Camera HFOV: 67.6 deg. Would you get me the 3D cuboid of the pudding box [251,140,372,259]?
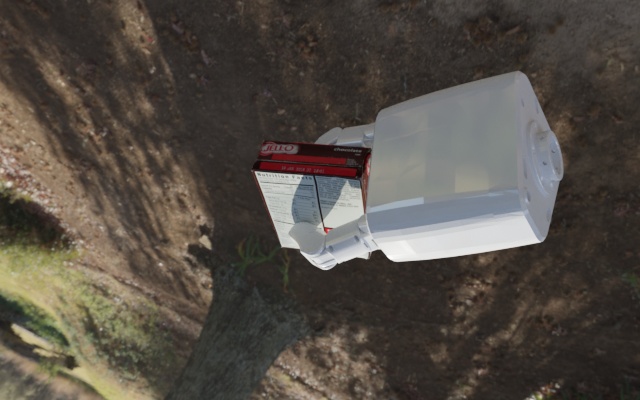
[{"bbox_3d":[0.000,0.001,0.407,0.090,0.039,0.114,7,-39,16],"label":"pudding box"}]
